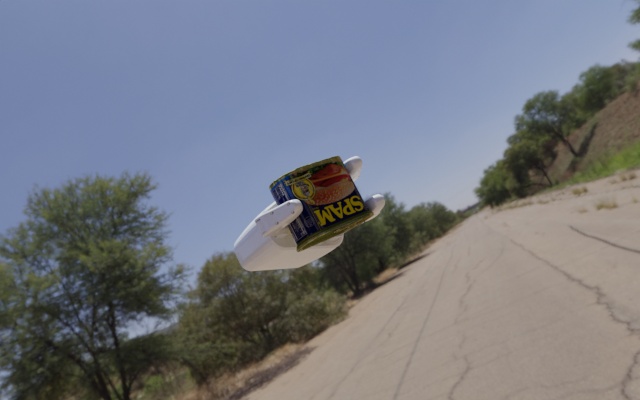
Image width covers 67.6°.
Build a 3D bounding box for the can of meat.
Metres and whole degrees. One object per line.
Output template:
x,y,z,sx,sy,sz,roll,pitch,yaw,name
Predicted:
0.000,0.002,0.566,0.102,0.084,0.057,-20,-12,-36,can of meat
